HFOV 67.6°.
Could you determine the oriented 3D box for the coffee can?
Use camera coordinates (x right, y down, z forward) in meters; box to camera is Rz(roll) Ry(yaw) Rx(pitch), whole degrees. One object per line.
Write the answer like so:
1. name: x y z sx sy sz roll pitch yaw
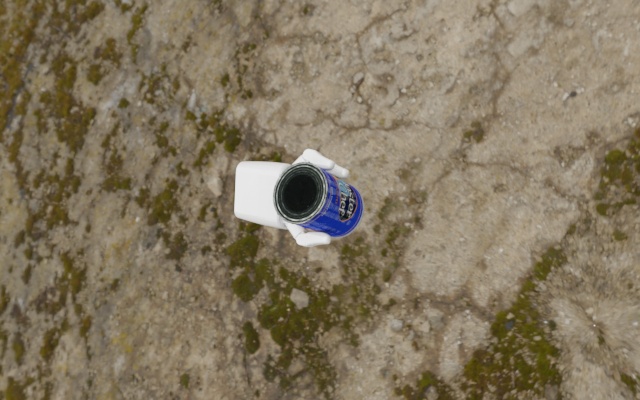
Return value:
1. coffee can: 0.000 0.003 0.815 0.103 0.102 0.140 0 -13 30
